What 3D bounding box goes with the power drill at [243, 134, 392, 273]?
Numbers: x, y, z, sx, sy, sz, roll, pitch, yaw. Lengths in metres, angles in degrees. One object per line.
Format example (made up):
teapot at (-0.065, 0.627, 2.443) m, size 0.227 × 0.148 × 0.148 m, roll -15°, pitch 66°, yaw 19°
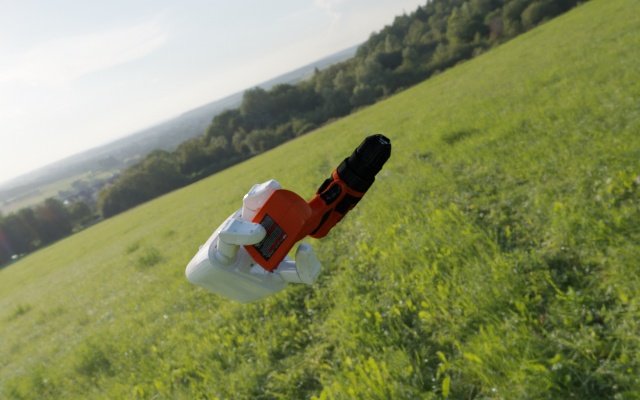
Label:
power drill at (0.000, 0.002, 0.591) m, size 0.187 × 0.057 × 0.184 m, roll -26°, pitch -23°, yaw -55°
